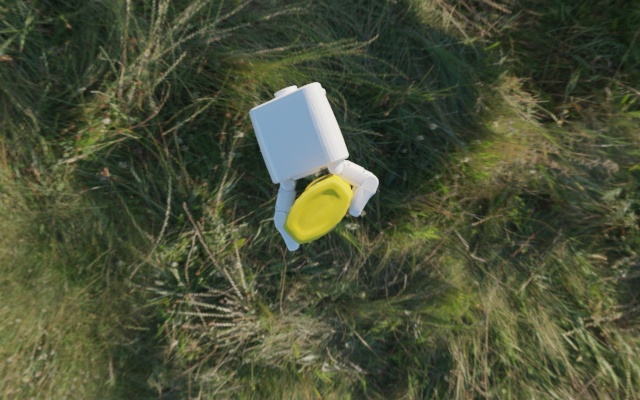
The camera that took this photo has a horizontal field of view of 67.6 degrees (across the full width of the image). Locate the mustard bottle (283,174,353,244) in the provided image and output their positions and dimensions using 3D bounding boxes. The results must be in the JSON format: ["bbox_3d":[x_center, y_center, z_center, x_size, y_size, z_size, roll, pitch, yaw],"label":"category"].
[{"bbox_3d":[0.000,0.003,0.681,0.096,0.058,0.191,-44,4,7],"label":"mustard bottle"}]
